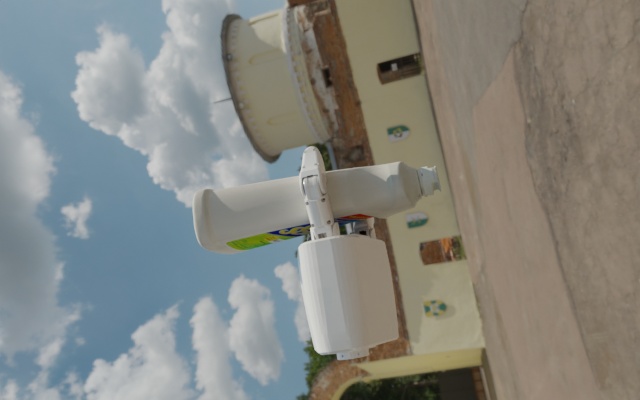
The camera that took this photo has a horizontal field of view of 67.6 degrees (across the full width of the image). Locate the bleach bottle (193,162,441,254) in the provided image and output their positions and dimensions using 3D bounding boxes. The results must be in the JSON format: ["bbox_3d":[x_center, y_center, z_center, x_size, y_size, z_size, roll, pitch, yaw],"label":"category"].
[{"bbox_3d":[0.000,0.002,0.512,0.251,0.068,0.102,-12,-14,11],"label":"bleach bottle"}]
